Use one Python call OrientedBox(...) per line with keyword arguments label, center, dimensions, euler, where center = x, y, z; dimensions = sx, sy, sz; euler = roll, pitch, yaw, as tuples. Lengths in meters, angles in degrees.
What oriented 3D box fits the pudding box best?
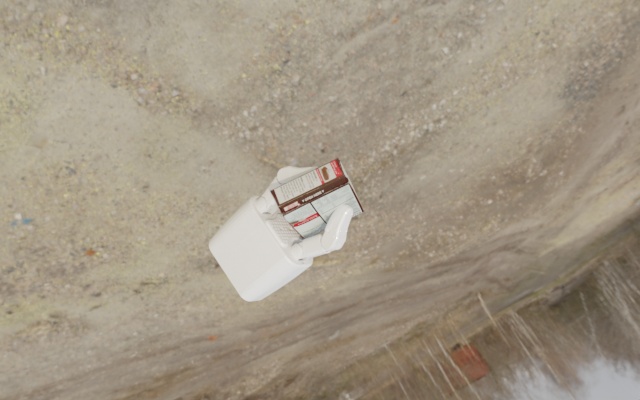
OrientedBox(label="pudding box", center=(0.000, 0.002, 0.590), dimensions=(0.090, 0.039, 0.113), euler=(-26, -22, 3))
